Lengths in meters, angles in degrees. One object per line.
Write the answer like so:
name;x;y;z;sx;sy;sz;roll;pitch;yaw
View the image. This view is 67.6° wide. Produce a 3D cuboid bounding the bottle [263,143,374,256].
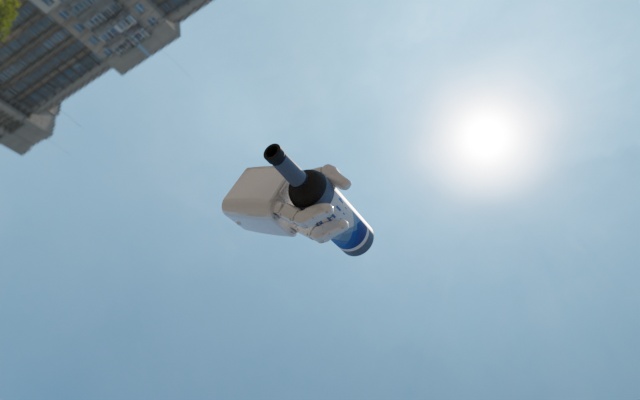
bottle;0.000;0.003;0.761;0.069;0.069;0.296;0;-28;31
